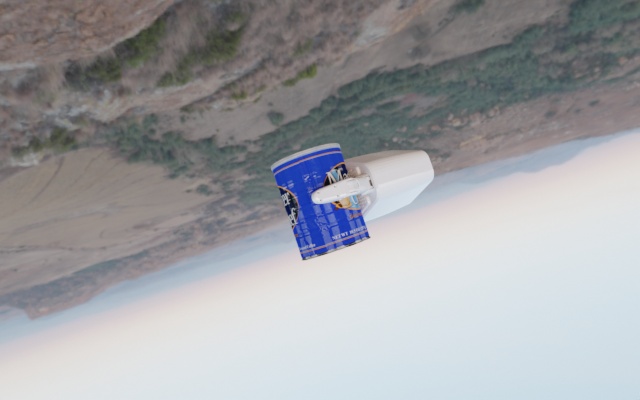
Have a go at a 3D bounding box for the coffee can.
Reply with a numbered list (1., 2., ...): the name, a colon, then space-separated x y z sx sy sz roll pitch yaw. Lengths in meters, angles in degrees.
1. coffee can: 0.000 0.002 0.674 0.103 0.140 0.103 -19 -3 -1
